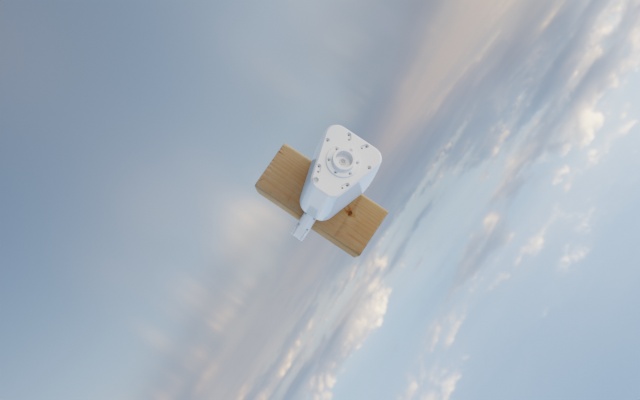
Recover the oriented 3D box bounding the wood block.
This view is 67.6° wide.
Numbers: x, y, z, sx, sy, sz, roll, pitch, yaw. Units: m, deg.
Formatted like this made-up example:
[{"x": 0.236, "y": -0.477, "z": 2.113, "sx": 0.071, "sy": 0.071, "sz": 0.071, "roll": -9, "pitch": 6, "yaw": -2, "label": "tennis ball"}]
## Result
[{"x": 0.000, "y": 0.003, "z": 0.819, "sx": 0.206, "sy": 0.091, "sz": 0.090, "roll": 34, "pitch": -8, "yaw": 3, "label": "wood block"}]
